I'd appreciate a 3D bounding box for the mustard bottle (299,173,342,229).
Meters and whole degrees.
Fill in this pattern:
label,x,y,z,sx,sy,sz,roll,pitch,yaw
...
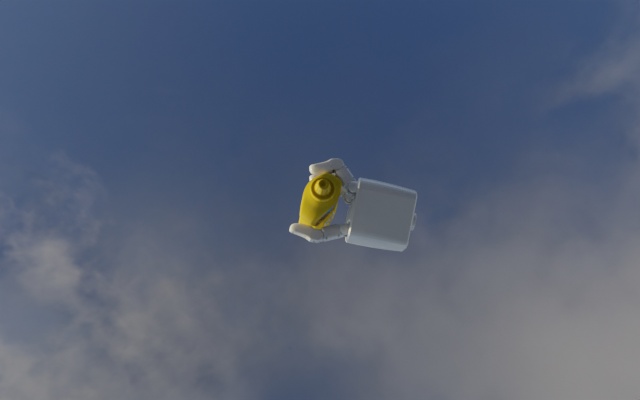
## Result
label,x,y,z,sx,sy,sz,roll,pitch,yaw
mustard bottle,0.000,0.003,0.850,0.058,0.096,0.192,35,-16,7
